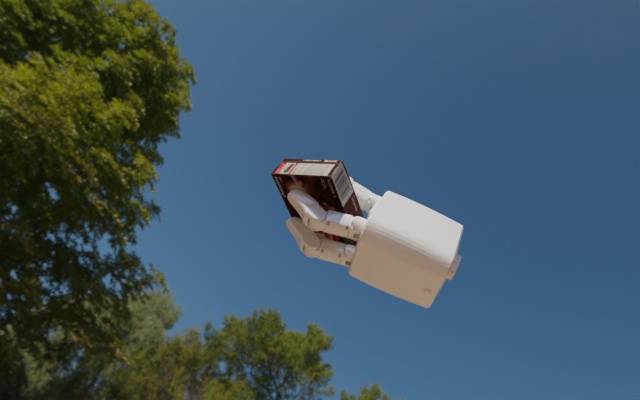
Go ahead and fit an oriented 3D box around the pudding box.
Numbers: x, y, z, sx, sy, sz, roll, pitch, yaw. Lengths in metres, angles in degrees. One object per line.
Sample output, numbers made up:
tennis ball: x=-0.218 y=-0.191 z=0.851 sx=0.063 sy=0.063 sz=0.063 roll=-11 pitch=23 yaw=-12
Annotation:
pudding box: x=0.000 y=0.002 z=0.600 sx=0.090 sy=0.114 sz=0.039 roll=4 pitch=40 yaw=34
